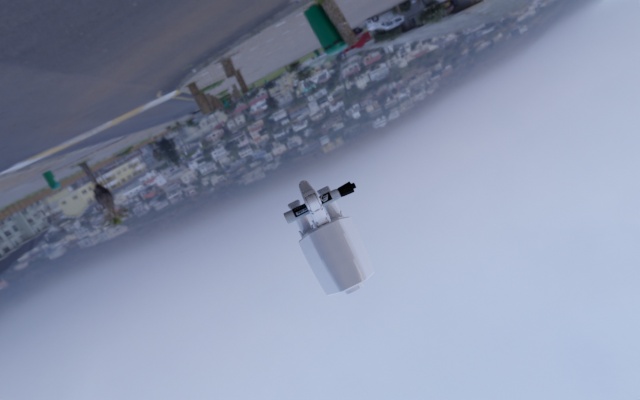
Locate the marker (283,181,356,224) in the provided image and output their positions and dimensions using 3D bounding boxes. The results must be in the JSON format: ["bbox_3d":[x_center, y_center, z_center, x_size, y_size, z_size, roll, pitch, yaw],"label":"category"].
[{"bbox_3d":[0.000,0.002,0.746,0.121,0.020,0.020,-26,1,-2],"label":"marker"}]
